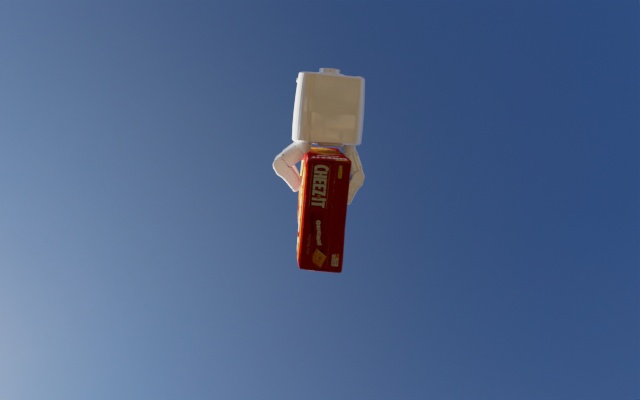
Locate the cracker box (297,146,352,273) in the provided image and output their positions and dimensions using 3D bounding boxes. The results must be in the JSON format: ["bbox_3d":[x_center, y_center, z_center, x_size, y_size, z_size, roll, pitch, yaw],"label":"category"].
[{"bbox_3d":[0.000,0.002,0.771,0.072,0.164,0.213,4,11,-3],"label":"cracker box"}]
